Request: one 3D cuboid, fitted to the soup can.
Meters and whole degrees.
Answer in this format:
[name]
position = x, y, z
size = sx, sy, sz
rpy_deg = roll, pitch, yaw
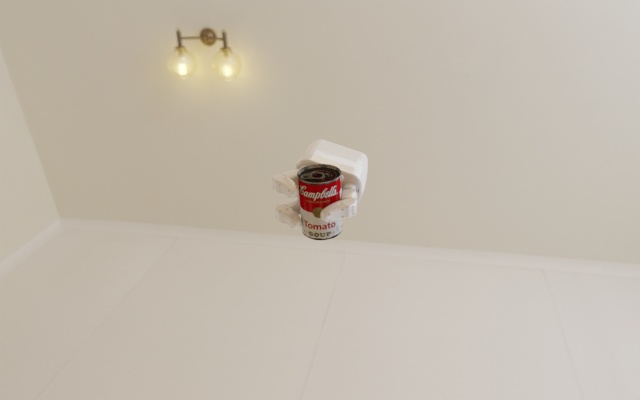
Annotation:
[soup can]
position = 0.000, 0.003, 0.748
size = 0.068, 0.102, 0.068
rpy_deg = -2, 29, 1
